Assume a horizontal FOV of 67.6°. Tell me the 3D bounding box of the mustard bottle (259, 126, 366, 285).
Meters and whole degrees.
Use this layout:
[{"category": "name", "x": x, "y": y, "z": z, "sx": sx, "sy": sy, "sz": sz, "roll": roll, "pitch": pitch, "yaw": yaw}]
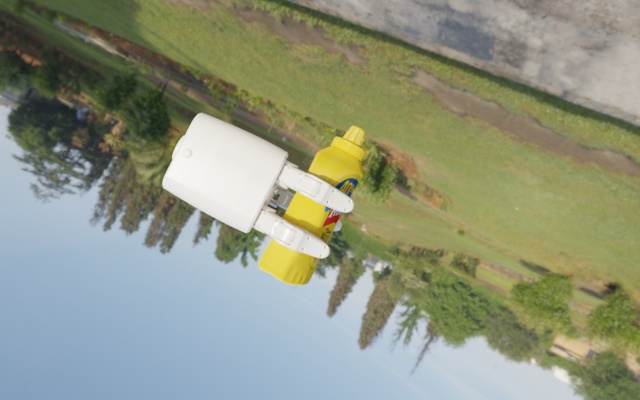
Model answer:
[{"category": "mustard bottle", "x": 0.000, "y": 0.002, "z": 0.553, "sx": 0.058, "sy": 0.191, "sz": 0.096, "roll": 27, "pitch": 0, "yaw": 19}]
